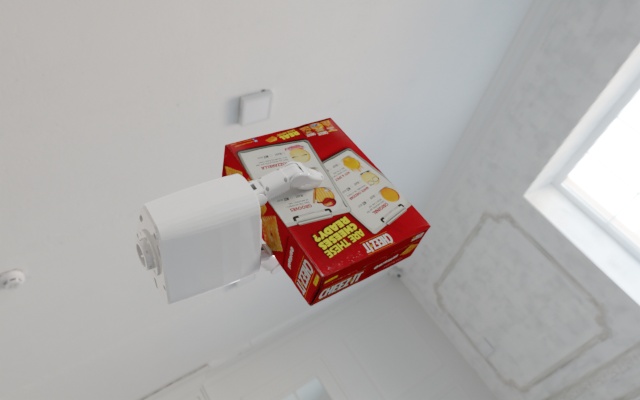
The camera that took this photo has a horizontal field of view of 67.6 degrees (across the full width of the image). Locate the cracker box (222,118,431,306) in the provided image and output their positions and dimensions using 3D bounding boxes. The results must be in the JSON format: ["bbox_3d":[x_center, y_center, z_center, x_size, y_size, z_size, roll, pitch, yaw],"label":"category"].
[{"bbox_3d":[0.000,0.002,0.590,0.164,0.213,0.072,-20,-33,-31],"label":"cracker box"}]
